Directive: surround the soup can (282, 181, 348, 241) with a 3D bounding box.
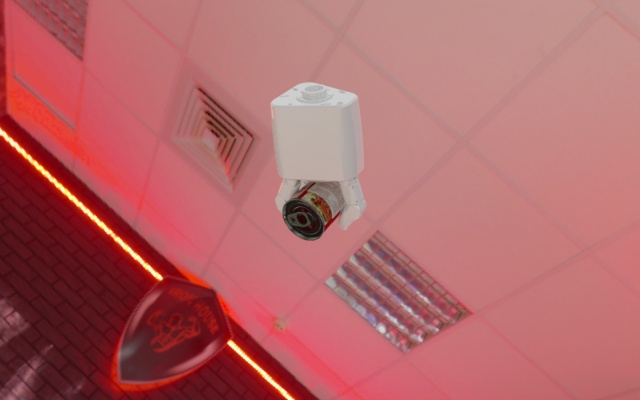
[{"bbox_3d":[0.000,0.003,0.693,0.068,0.068,0.102,0,30,35],"label":"soup can"}]
